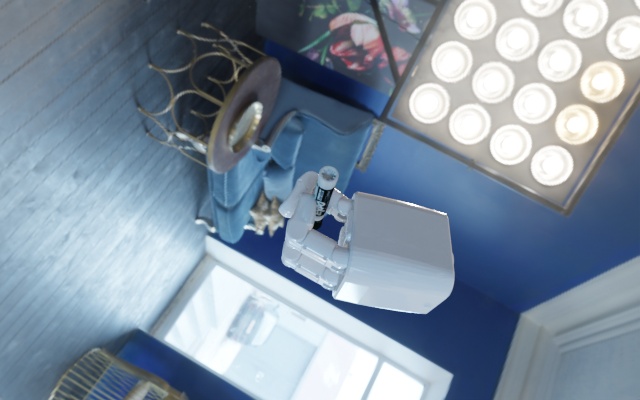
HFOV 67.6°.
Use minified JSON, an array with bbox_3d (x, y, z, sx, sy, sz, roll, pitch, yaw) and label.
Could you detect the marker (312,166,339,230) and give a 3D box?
[{"bbox_3d":[0.000,0.002,0.504,0.020,0.020,0.121,0,-27,-9],"label":"marker"}]
